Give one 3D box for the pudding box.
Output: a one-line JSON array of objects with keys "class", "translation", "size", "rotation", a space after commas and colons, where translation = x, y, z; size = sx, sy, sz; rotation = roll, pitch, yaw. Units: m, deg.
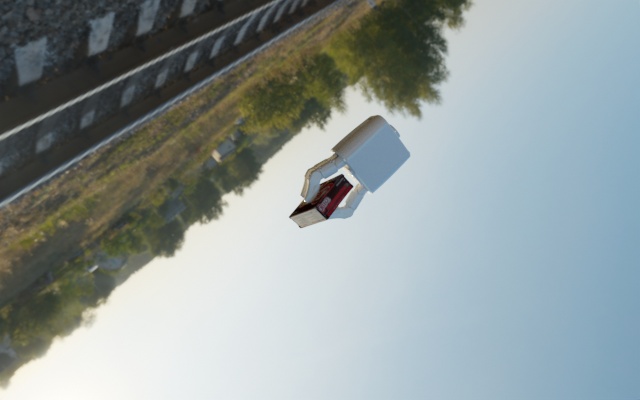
[{"class": "pudding box", "translation": [0.000, 0.003, 0.891], "size": [0.090, 0.039, 0.113], "rotation": [-50, 12, -28]}]
